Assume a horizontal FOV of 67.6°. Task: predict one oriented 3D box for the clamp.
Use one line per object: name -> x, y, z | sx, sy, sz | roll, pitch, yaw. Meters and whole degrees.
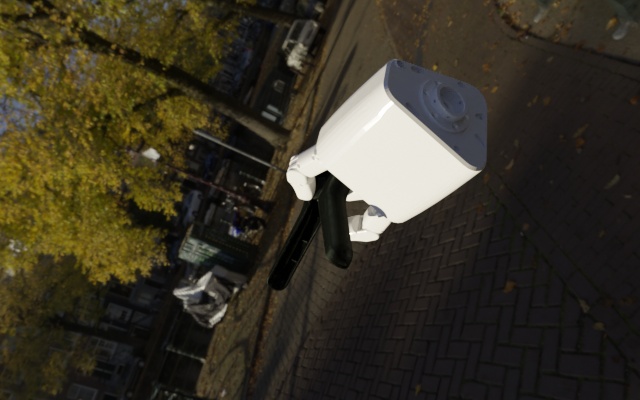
clamp -> 0.000, 0.001, 0.538 | 0.036, 0.209, 0.165 | 26, -34, -20
